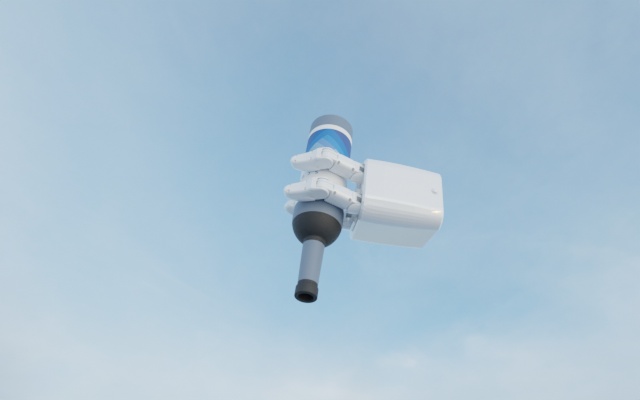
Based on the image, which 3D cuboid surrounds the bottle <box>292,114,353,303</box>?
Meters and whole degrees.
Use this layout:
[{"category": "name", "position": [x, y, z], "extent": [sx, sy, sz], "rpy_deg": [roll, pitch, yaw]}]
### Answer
[{"category": "bottle", "position": [0.000, 0.002, 0.647], "extent": [0.069, 0.295, 0.069], "rpy_deg": [5, -41, 4]}]
